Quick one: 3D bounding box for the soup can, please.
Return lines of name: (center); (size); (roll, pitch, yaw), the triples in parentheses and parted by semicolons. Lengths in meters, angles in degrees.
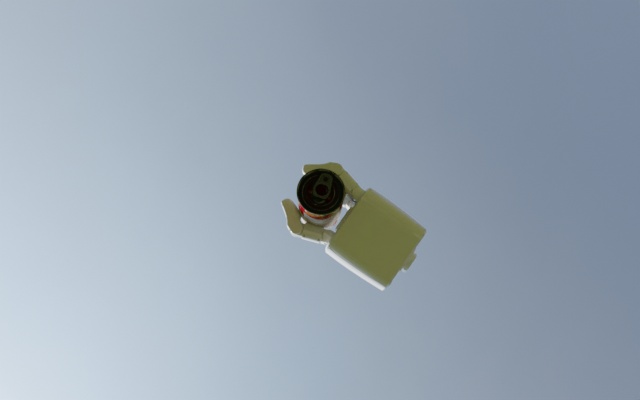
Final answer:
soup can: (0.000, 0.002, 0.706); (0.068, 0.068, 0.102); (0, -17, -1)
